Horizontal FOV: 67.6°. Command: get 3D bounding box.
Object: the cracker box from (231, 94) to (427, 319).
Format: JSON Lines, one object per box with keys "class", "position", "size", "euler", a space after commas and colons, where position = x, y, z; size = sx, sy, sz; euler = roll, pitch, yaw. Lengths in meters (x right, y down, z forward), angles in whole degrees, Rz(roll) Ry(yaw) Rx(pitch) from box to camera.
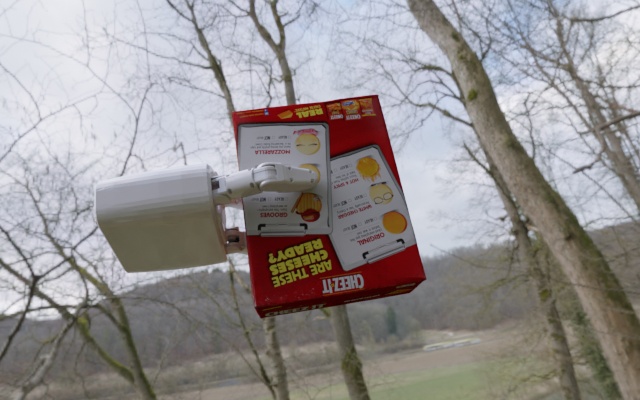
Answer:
{"class": "cracker box", "position": [0.000, 0.001, 0.504], "size": [0.164, 0.213, 0.072], "euler": [-8, -22, -6]}
